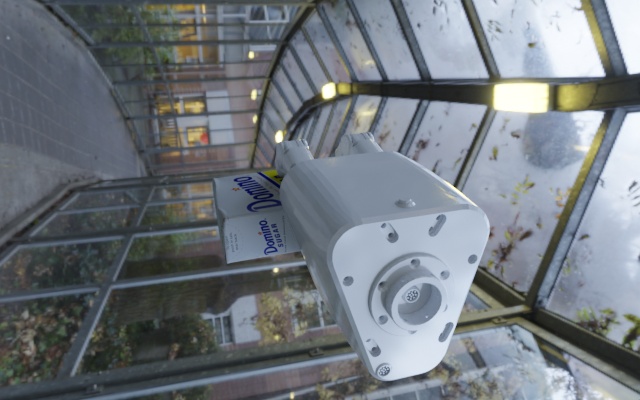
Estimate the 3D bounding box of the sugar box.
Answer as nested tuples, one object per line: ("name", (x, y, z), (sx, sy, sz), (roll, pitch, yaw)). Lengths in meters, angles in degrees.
("sugar box", (0.000, 0.001, 0.409), (0.176, 0.048, 0.093), (-6, 23, -15))
